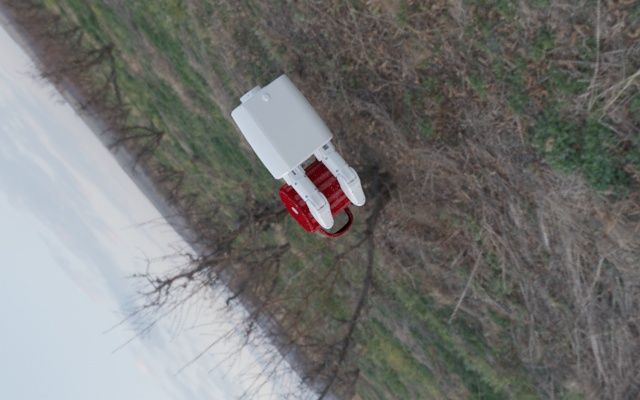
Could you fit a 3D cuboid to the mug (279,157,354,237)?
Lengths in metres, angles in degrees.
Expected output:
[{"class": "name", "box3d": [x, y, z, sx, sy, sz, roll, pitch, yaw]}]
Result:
[{"class": "mug", "box3d": [0.001, 0.004, 0.704, 0.081, 0.117, 0.093, -39, 10, -13]}]
